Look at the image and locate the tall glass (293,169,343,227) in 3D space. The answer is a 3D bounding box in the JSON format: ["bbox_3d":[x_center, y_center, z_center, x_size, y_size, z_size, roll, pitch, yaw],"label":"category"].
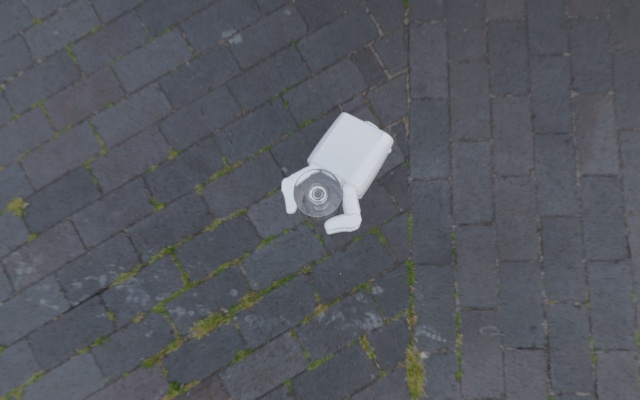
[{"bbox_3d":[0.000,0.003,0.819,0.079,0.079,0.201,0,-9,2],"label":"tall glass"}]
